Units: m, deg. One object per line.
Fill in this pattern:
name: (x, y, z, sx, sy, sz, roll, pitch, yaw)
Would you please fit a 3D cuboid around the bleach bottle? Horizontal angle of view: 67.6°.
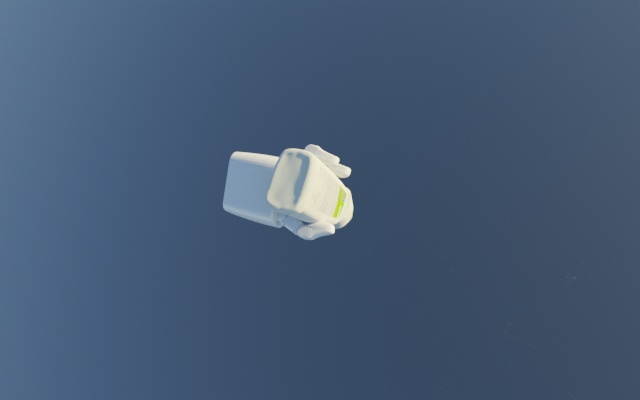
bleach bottle: (0.000, 0.003, 0.801, 0.068, 0.102, 0.251, 13, -11, 25)
